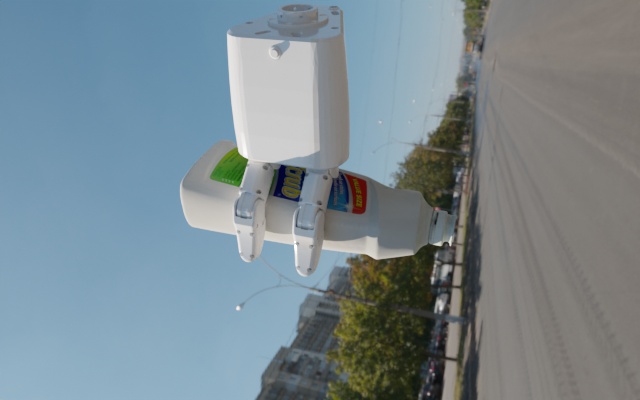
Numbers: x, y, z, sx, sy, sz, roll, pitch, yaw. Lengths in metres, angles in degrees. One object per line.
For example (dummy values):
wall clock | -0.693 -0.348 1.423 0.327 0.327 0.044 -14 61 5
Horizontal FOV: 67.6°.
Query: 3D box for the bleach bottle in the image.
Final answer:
bleach bottle | 0.000 0.002 0.457 0.251 0.068 0.102 9 37 16
